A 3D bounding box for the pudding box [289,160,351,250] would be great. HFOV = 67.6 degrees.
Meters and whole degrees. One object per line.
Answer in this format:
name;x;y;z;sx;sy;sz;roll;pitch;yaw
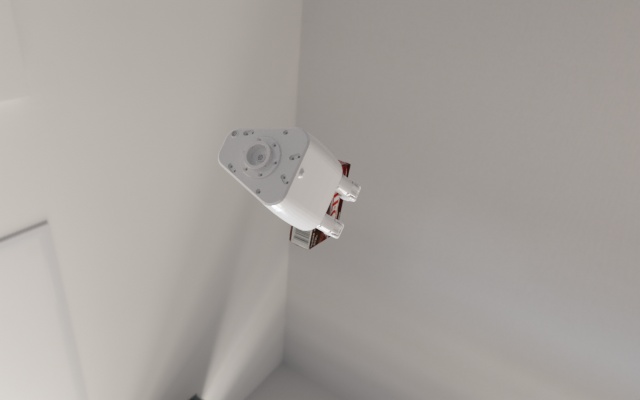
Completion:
pudding box;0.000;0.002;0.671;0.039;0.113;0.090;21;21;23
